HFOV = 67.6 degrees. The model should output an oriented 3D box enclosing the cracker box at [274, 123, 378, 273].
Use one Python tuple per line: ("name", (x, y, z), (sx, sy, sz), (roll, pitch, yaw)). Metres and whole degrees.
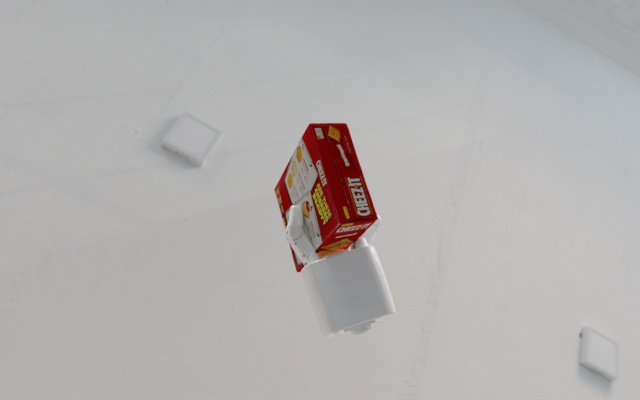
("cracker box", (0.000, 0.003, 0.764), (0.072, 0.164, 0.214), (-7, -23, -24))
